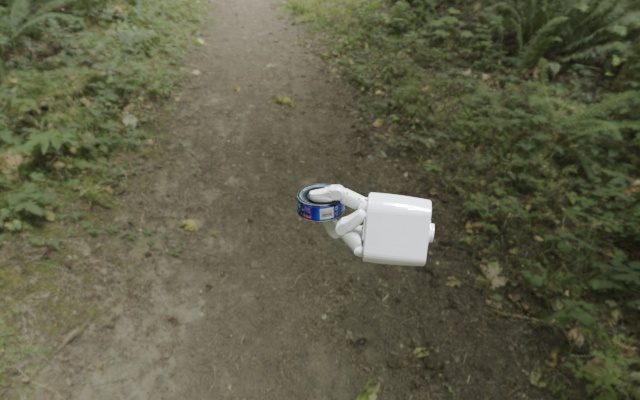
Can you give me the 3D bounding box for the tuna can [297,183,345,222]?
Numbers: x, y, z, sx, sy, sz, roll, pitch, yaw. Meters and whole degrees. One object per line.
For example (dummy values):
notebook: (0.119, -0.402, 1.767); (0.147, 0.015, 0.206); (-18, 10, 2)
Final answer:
tuna can: (0.000, 0.002, 0.850); (0.086, 0.034, 0.086); (-2, 29, 1)
